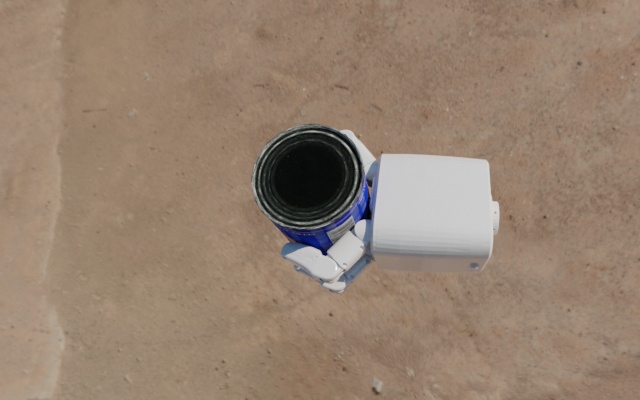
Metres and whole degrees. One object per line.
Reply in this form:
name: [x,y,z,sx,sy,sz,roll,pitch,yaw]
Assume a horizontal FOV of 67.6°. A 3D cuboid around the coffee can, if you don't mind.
coffee can: [0.000,0.002,0.485,0.103,0.102,0.140,0,-20,11]
